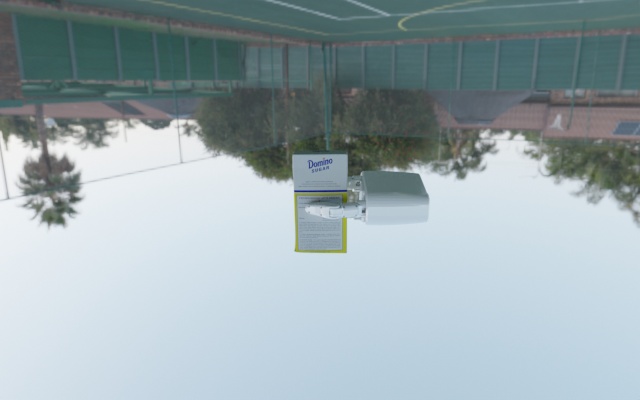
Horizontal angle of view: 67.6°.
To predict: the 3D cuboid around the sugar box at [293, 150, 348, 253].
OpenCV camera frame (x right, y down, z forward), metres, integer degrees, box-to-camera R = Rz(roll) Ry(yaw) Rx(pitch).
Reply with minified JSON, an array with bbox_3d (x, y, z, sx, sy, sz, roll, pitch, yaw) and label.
[{"bbox_3d":[0.000,0.003,0.823,0.093,0.176,0.048,0,13,0],"label":"sugar box"}]
